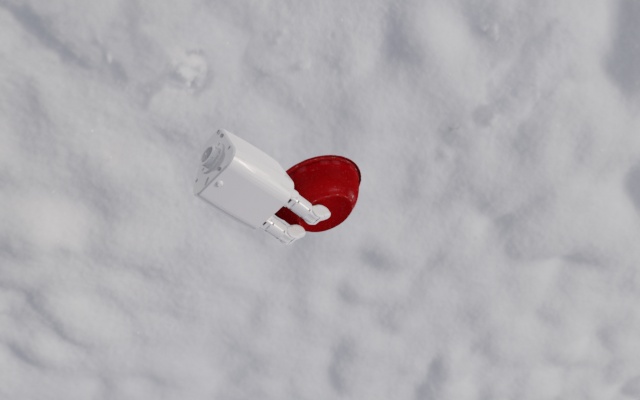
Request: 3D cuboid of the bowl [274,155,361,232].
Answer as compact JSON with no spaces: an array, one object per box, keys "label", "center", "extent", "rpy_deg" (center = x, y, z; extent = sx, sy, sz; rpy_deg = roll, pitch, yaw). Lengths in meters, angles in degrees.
[{"label":"bowl","center":[0.001,0.003,0.777],"extent":[0.162,0.055,0.162],"rpy_deg":[-15,-37,-12]}]
